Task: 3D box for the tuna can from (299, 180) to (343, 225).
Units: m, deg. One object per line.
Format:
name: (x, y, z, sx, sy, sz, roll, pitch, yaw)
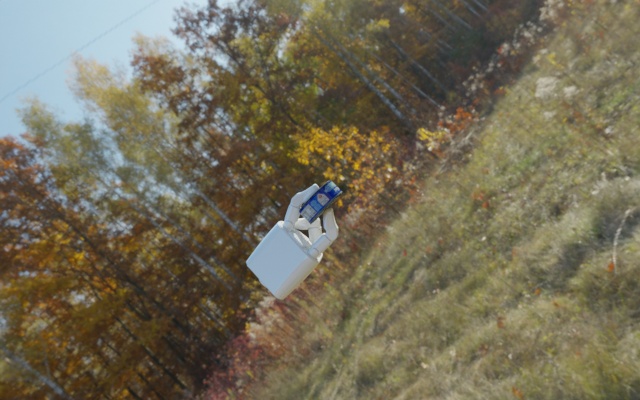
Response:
tuna can: (0.000, 0.002, 0.887, 0.086, 0.034, 0.086, -45, -4, -3)
